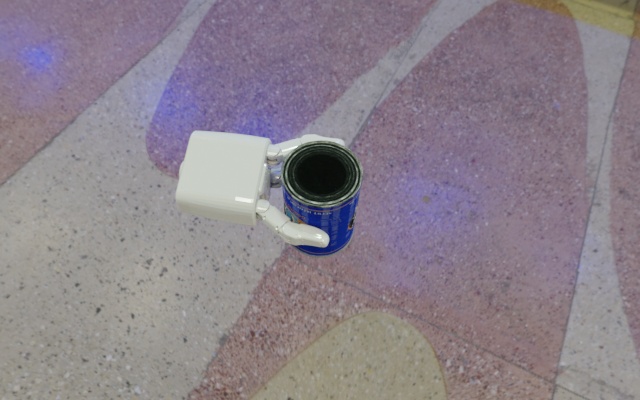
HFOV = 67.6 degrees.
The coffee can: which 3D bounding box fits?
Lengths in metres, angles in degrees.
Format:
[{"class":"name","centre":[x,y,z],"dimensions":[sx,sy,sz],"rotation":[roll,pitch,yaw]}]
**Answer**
[{"class":"coffee can","centre":[0.000,0.002,0.649],"dimensions":[0.103,0.102,0.140],"rotation":[0,-32,-2]}]
